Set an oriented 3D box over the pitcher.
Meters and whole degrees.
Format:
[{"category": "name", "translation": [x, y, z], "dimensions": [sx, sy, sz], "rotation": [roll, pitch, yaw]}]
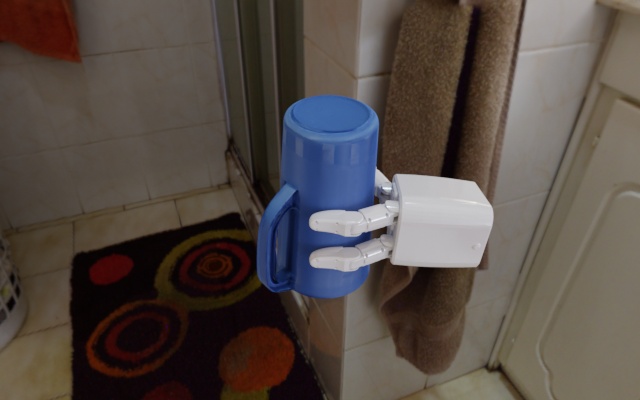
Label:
[{"category": "pitcher", "translation": [0.000, 0.002, 0.599], "dimensions": [0.145, 0.243, 0.149], "rotation": [4, 37, 2]}]
